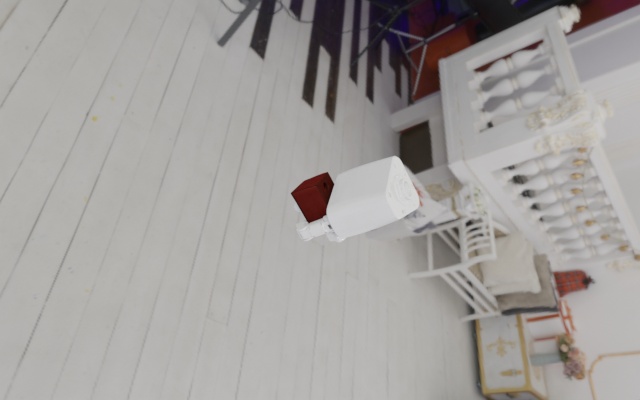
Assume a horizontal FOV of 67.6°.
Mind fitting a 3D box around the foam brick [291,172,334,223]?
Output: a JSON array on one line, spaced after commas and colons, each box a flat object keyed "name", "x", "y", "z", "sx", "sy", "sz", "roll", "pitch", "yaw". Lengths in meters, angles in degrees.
[{"name": "foam brick", "x": 0.000, "y": 0.002, "z": 0.771, "sx": 0.051, "sy": 0.078, "sz": 0.053, "roll": -19, "pitch": 18, "yaw": 33}]
